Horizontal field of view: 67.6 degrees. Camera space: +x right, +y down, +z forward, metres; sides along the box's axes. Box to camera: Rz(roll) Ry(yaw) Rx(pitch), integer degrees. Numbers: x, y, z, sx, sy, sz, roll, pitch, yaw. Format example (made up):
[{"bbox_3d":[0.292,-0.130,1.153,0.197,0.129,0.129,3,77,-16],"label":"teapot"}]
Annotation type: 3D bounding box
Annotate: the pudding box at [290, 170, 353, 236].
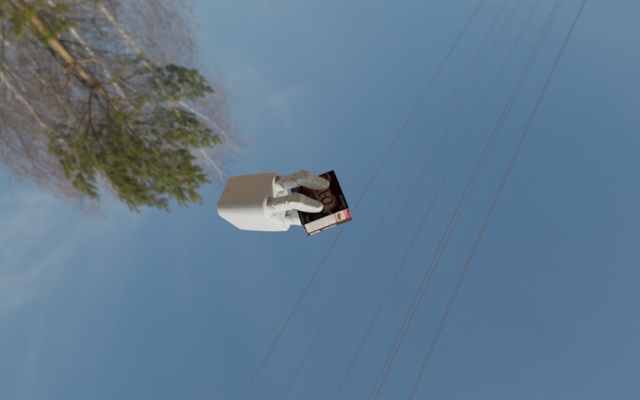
[{"bbox_3d":[0.000,0.003,0.879,0.090,0.113,0.039,-22,-44,2],"label":"pudding box"}]
